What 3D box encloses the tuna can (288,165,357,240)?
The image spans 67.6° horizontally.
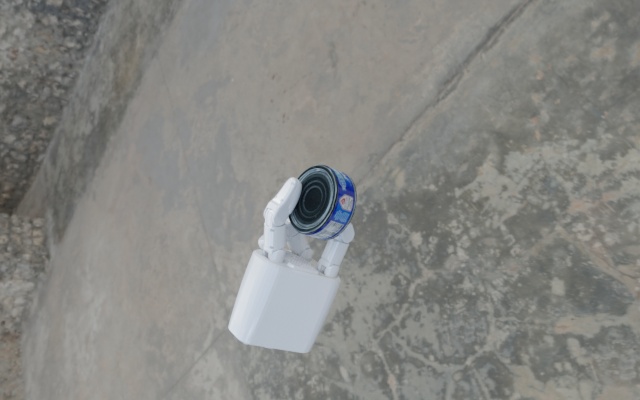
[{"bbox_3d":[0.000,0.002,0.563,0.034,0.086,0.086,20,-14,-41],"label":"tuna can"}]
